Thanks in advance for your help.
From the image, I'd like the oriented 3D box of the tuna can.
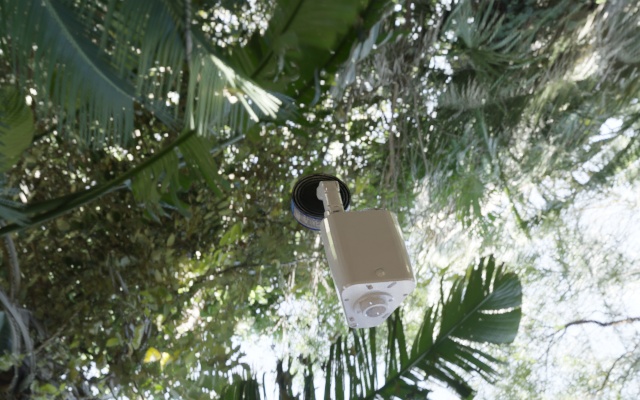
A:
[{"bbox_3d":[0.000,0.003,0.694,0.086,0.086,0.034,0,-41,-6],"label":"tuna can"}]
